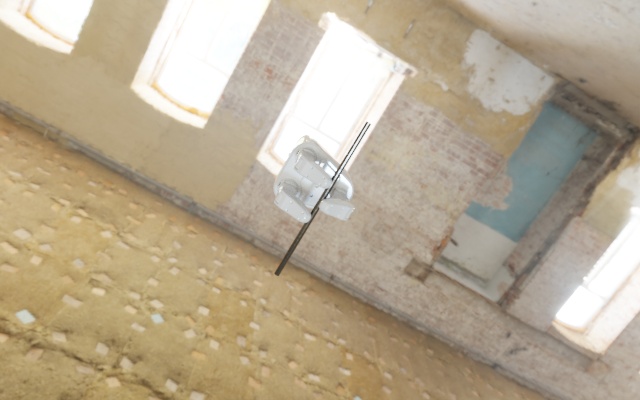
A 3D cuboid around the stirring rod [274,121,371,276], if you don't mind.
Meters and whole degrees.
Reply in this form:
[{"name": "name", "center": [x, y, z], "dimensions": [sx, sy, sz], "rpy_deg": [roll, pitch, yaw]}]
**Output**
[{"name": "stirring rod", "center": [0.000, 0.002, 0.627], "dimensions": [0.011, 0.239, 0.011], "rpy_deg": [29, 15, -8]}]
